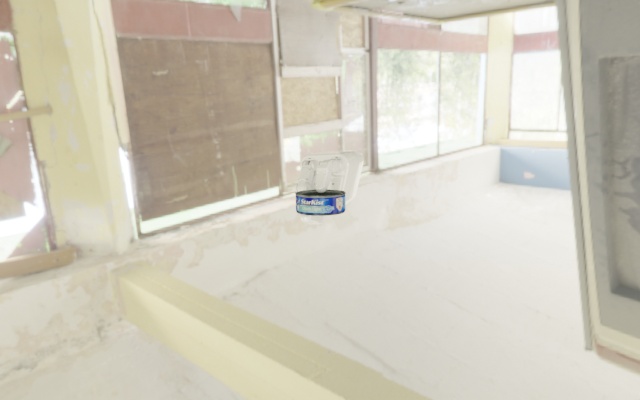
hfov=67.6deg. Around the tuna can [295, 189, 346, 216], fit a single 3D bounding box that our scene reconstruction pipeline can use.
[{"bbox_3d":[0.000,0.003,0.809,0.086,0.034,0.086,-1,8,0],"label":"tuna can"}]
